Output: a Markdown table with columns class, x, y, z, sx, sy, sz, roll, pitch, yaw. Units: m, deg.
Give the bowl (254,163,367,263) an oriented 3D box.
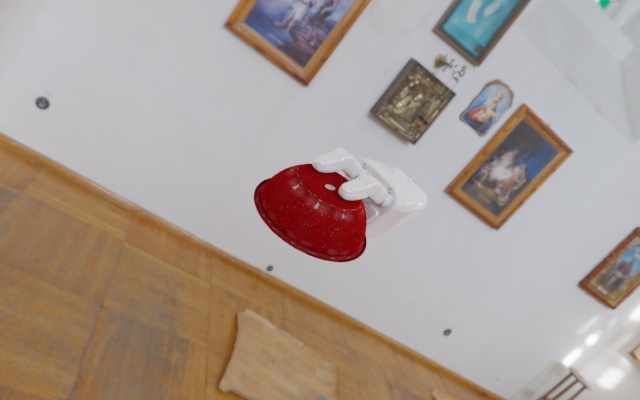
| class | x | y | z | sx | sy | sz | roll | pitch | yaw |
| --- | --- | --- | --- | --- | --- | --- | --- | --- | --- |
| bowl | 0.000 | 0.002 | 0.602 | 0.162 | 0.055 | 0.162 | 23 | 30 | -14 |
